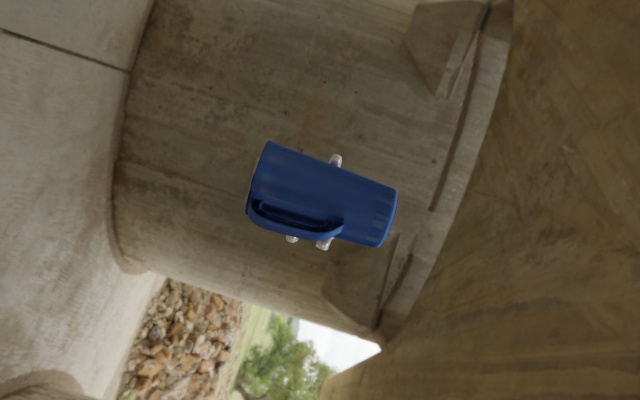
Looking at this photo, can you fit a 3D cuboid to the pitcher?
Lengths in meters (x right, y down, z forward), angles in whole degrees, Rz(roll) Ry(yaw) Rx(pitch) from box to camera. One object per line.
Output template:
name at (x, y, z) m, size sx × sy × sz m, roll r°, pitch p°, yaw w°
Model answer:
pitcher at (0.000, 0.003, 0.808) m, size 0.243 × 0.149 × 0.145 m, roll 18°, pitch -8°, yaw -1°
